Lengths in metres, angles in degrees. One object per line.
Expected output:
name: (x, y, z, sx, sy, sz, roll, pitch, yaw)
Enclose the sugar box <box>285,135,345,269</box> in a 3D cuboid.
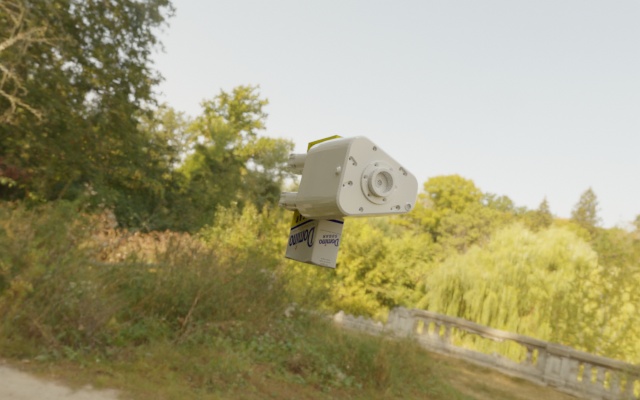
sugar box: (0.000, 0.002, 0.672, 0.048, 0.176, 0.093, 17, -9, -25)
